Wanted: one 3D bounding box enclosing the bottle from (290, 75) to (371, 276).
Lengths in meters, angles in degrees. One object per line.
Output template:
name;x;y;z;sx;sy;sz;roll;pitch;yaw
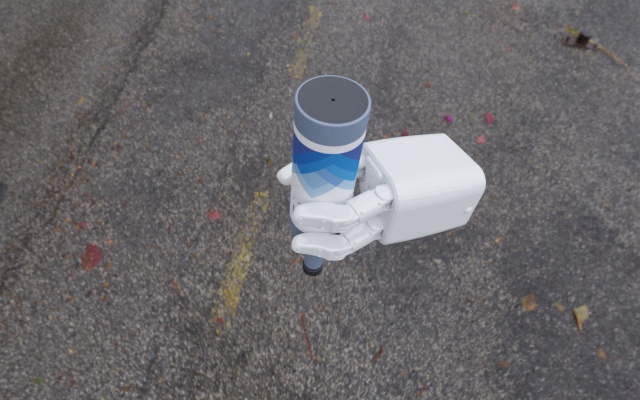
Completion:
bottle;0.000;0.002;0.528;0.069;0.069;0.296;0;-37;-5
